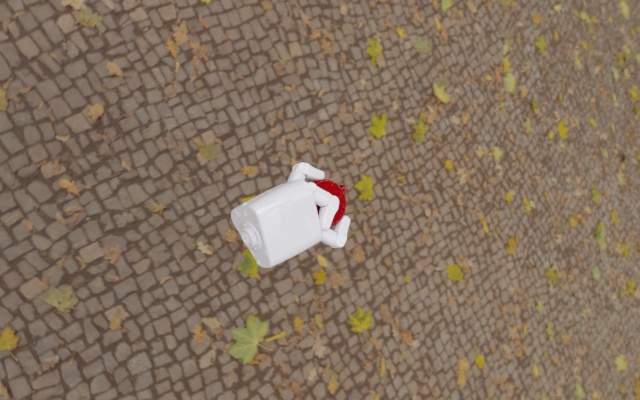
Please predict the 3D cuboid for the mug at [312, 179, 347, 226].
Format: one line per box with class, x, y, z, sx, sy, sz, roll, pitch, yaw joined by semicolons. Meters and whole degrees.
mug;0.001;0.002;0.852;0.117;0.093;0.081;-29;10;-34
